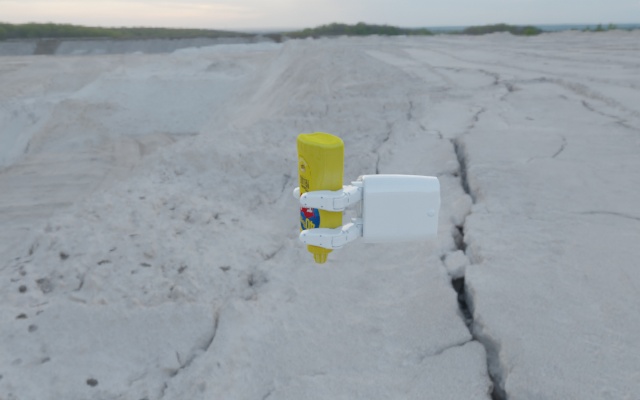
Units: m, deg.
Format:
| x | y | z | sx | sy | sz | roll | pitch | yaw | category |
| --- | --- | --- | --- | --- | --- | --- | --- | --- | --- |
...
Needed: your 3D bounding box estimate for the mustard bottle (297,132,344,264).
| x | y | z | sx | sy | sz | roll | pitch | yaw | category |
| --- | --- | --- | --- | --- | --- | --- | --- | --- | --- |
| 0.000 | 0.002 | 0.696 | 0.058 | 0.192 | 0.096 | -9 | 21 | -23 | mustard bottle |
